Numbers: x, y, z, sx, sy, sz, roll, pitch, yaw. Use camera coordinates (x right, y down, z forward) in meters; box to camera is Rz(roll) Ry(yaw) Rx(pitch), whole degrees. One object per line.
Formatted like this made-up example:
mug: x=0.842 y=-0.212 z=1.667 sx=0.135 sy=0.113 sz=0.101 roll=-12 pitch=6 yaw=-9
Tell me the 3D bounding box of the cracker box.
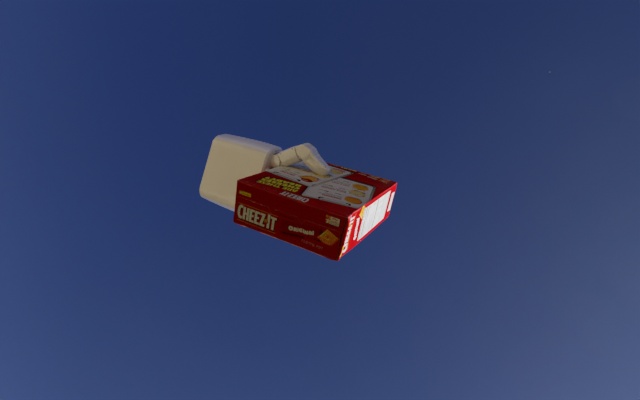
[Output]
cracker box: x=0.000 y=0.002 z=0.703 sx=0.164 sy=0.072 sz=0.213 roll=18 pitch=21 yaw=21
